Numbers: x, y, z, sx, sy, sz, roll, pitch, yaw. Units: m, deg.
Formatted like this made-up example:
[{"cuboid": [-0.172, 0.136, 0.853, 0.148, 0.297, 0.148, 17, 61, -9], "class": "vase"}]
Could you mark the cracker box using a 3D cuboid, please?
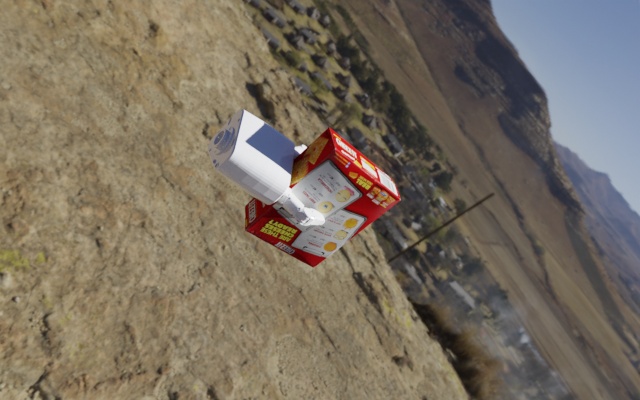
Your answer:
[{"cuboid": [0.000, 0.003, 0.814, 0.164, 0.072, 0.214, 34, -62, -32], "class": "cracker box"}]
